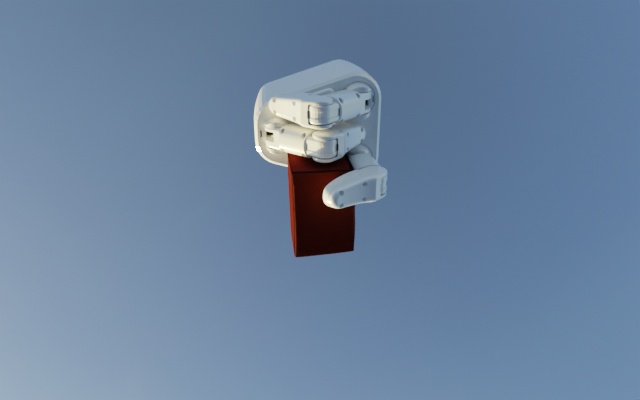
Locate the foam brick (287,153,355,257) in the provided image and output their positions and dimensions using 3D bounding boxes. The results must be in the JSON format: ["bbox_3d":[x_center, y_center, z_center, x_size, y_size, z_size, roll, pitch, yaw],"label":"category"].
[{"bbox_3d":[0.000,0.002,0.412,0.053,0.078,0.051,-3,25,-7],"label":"foam brick"}]
